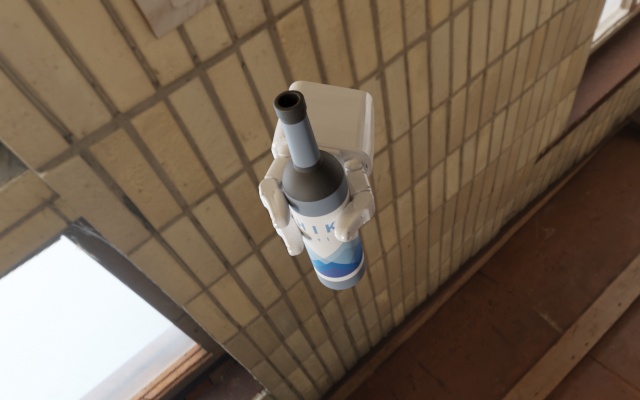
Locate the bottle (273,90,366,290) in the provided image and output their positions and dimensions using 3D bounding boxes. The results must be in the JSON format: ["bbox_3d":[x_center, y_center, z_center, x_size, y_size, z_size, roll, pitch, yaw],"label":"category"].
[{"bbox_3d":[0.000,0.002,0.525,0.069,0.069,0.296,0,-37,13],"label":"bottle"}]
